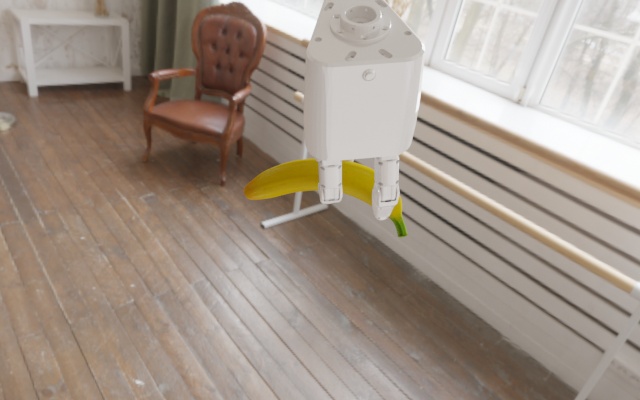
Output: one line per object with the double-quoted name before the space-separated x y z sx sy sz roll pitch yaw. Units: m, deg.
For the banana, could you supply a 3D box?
"banana" 0.008 -0.015 0.544 0.198 0.069 0.037 14 -9 14
